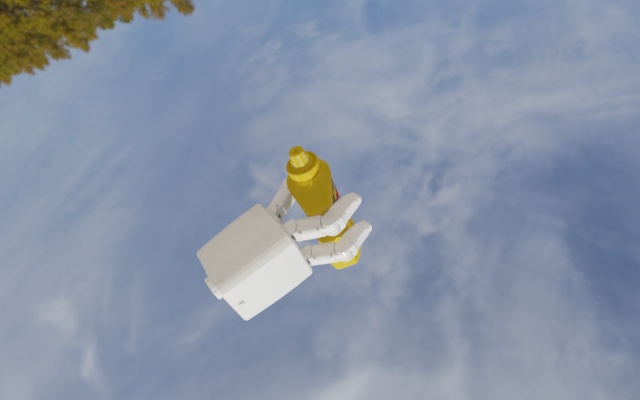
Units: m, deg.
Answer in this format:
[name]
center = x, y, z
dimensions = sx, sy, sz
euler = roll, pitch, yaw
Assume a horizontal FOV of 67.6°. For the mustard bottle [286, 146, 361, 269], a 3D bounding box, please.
[mustard bottle]
center = 0.000, 0.002, 0.626
dimensions = 0.058, 0.096, 0.192
euler = -19, -44, 8
